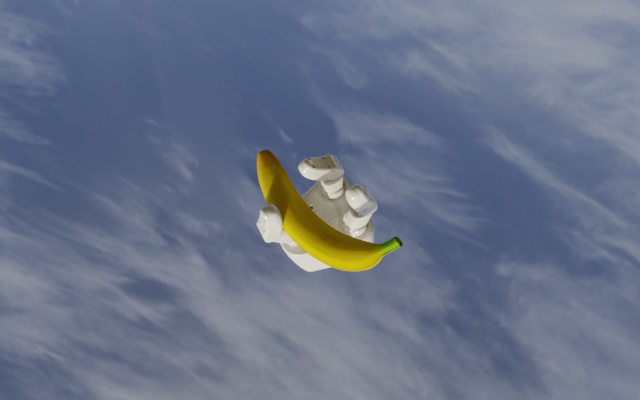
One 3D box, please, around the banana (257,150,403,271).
[{"bbox_3d":[-0.007,0.019,0.513,0.197,0.069,0.037,34,6,24],"label":"banana"}]
